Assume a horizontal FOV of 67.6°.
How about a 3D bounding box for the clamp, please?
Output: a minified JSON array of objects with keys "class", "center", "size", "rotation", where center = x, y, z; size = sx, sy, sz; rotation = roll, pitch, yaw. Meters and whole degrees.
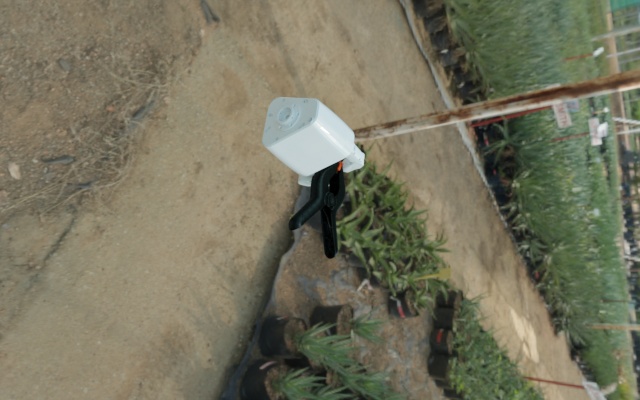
[{"class":"clamp","center":[0.001,0.003,0.816],"size":[0.039,0.171,0.120],"rotation":[-6,-26,32]}]
